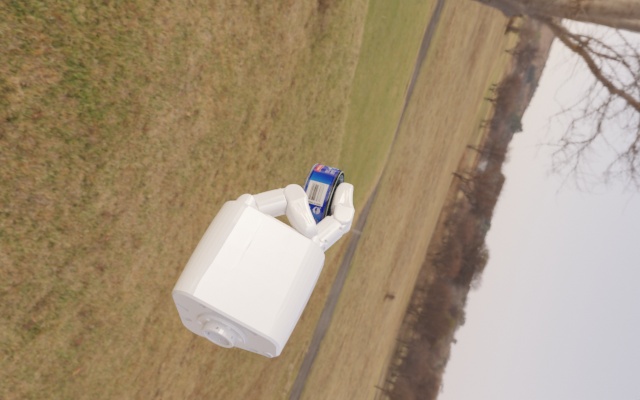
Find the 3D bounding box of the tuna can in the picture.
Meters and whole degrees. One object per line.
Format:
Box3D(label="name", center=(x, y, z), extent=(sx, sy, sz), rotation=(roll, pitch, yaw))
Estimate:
Box3D(label="tuna can", center=(0.001, 0.002, 0.555), extent=(0.034, 0.086, 0.086), rotation=(16, 3, 10))
